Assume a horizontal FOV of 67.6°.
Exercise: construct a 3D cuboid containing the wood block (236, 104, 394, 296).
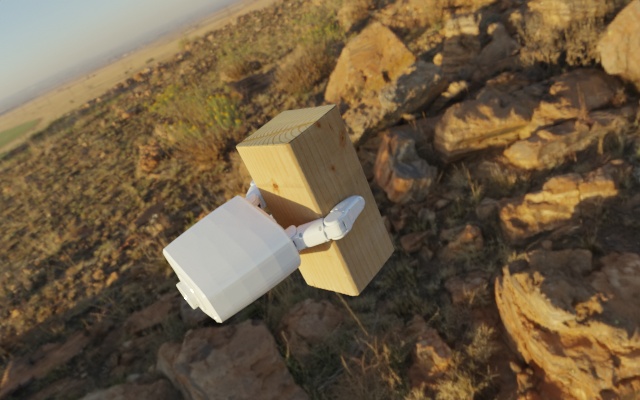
[{"bbox_3d":[0.000,0.002,0.570,0.091,0.206,0.090,4,38,45],"label":"wood block"}]
